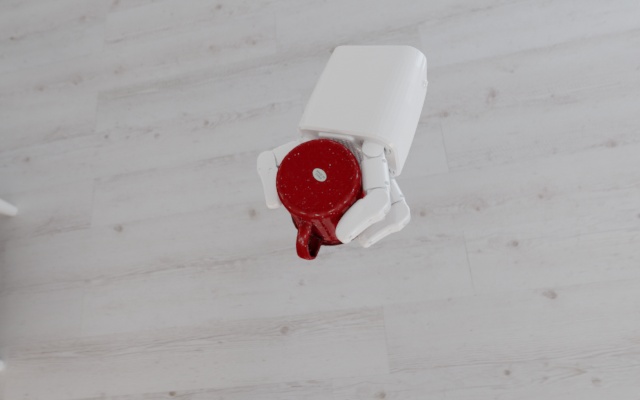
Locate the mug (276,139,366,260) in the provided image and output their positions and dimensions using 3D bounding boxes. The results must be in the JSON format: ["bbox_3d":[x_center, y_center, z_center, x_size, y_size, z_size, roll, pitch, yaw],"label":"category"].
[{"bbox_3d":[-0.001,0.003,0.472,0.093,0.117,0.081,16,-15,17],"label":"mug"}]
